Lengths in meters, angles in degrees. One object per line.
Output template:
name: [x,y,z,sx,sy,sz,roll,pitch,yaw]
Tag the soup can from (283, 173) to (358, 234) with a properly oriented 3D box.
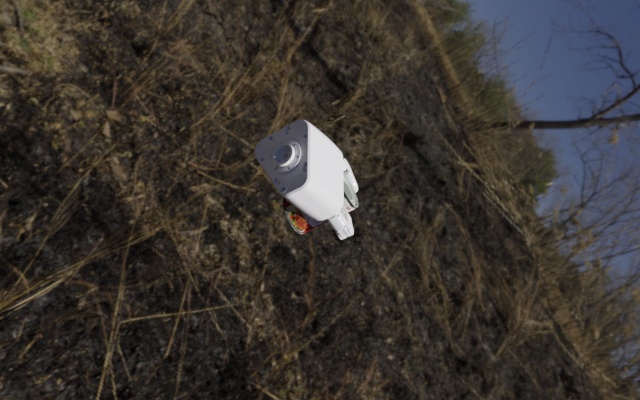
soup can: [0.001,0.003,0.761,0.102,0.068,0.068,-26,-8,17]
